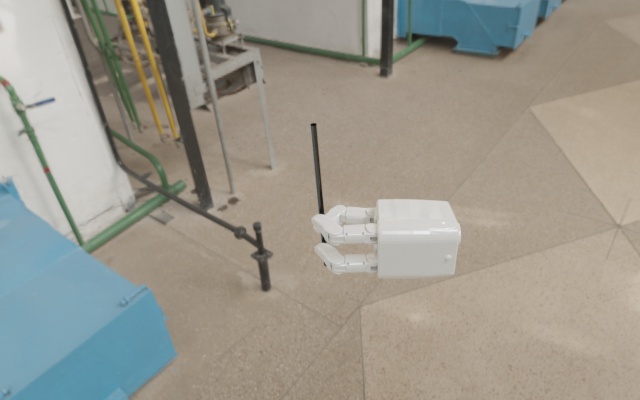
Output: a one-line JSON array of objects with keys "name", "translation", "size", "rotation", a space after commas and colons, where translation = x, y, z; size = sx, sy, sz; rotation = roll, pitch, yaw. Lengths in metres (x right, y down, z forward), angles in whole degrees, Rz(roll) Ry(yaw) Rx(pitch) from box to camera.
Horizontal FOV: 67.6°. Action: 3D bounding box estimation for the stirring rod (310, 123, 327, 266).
[{"name": "stirring rod", "translation": [0.000, 0.002, 0.664], "size": [0.011, 0.240, 0.011], "rotation": [-3, 36, 2]}]
